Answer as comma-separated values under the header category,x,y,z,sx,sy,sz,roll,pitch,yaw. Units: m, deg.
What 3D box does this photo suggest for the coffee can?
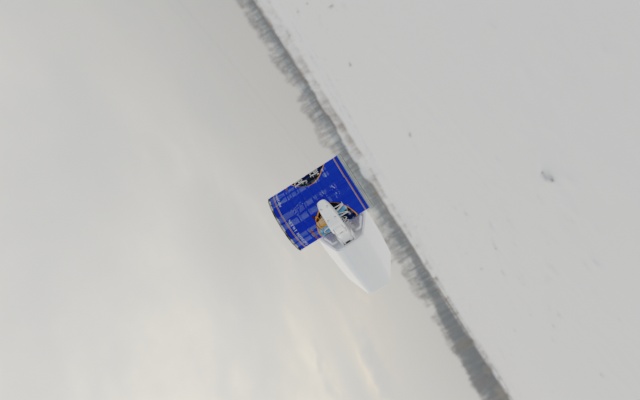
category,x,y,z,sx,sy,sz,roll,pitch,yaw
coffee can,0.000,0.002,0.784,0.140,0.103,0.103,-32,-3,5
